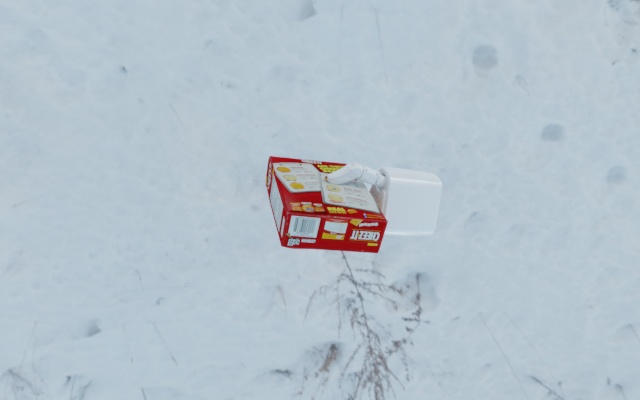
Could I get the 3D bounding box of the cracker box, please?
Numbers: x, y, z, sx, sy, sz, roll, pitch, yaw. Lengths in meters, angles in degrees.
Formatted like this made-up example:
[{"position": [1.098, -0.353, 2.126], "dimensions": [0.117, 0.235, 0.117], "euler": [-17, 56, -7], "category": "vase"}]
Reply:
[{"position": [0.000, 0.003, 0.818], "dimensions": [0.164, 0.072, 0.213], "euler": [5, 27, -16], "category": "cracker box"}]
